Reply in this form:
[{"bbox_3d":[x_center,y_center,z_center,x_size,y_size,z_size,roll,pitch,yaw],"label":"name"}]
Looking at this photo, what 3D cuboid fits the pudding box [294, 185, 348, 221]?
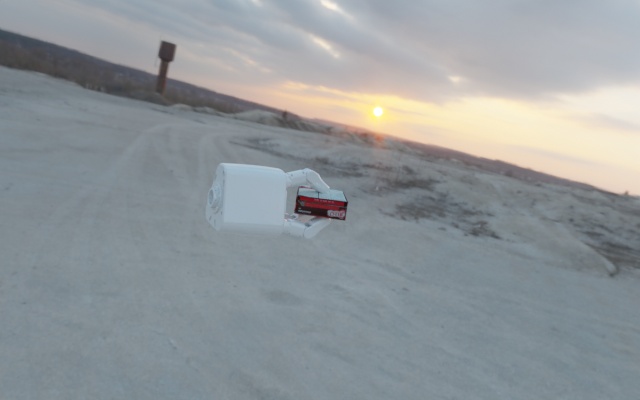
[{"bbox_3d":[0.000,0.003,0.864,0.090,0.039,0.113,9,12,-3],"label":"pudding box"}]
